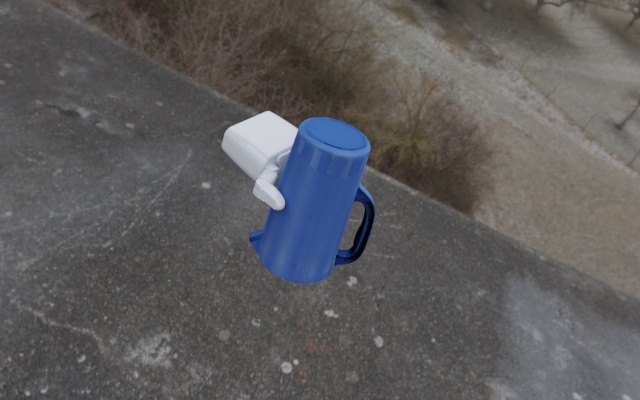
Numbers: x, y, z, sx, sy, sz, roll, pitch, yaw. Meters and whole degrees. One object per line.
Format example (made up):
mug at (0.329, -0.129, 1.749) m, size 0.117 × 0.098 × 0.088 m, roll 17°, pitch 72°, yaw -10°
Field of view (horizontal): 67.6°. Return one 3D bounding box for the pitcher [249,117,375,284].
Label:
pitcher at (0.000, 0.002, 0.742) m, size 0.145 × 0.243 × 0.149 m, roll 39°, pitch 38°, yaw 28°
